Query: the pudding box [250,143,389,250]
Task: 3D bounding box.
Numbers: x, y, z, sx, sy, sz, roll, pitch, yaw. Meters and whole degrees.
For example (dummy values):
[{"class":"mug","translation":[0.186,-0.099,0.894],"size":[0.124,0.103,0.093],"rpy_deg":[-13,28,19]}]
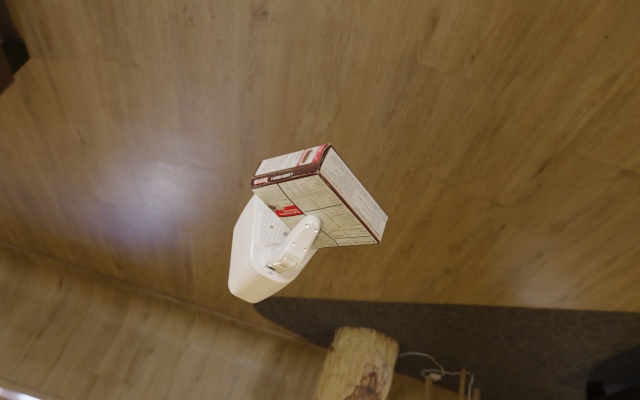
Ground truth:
[{"class":"pudding box","translation":[0.000,0.002,0.466],"size":[0.090,0.039,0.113],"rpy_deg":[-10,-43,38]}]
